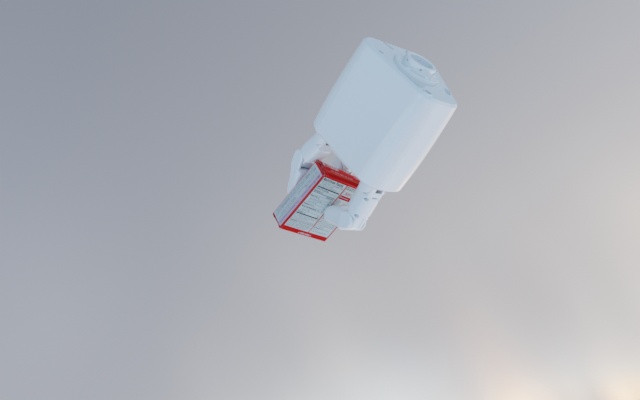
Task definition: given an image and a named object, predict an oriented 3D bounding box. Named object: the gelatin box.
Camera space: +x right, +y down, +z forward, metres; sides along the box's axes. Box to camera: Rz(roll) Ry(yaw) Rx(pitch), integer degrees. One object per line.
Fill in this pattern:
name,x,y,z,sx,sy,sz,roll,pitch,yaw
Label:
gelatin box,0.000,0.002,0.556,0.073,0.089,0.030,20,29,-41
